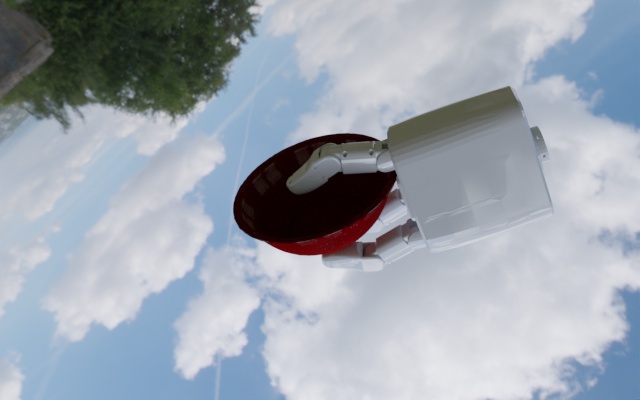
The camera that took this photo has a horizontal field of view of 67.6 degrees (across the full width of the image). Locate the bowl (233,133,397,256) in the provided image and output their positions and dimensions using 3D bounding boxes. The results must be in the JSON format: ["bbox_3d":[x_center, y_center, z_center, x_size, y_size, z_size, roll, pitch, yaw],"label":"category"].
[{"bbox_3d":[-0.001,0.002,0.464,0.162,0.055,0.162,-13,37,10],"label":"bowl"}]
